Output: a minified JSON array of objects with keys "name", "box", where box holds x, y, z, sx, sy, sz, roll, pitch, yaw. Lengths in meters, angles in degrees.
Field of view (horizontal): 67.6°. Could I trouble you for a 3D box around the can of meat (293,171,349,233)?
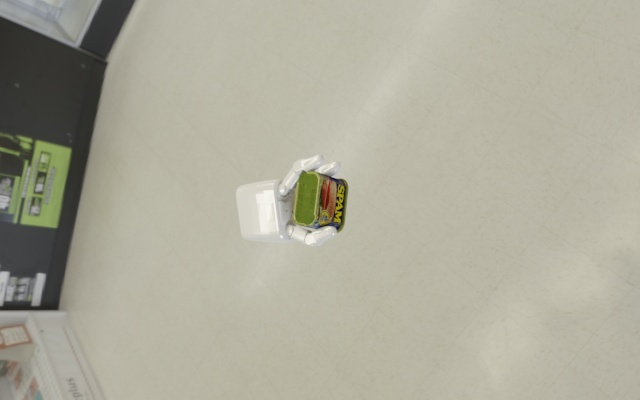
[{"name":"can of meat","box":[0.000,0.003,0.846,0.057,0.102,0.084,1,-9,38]}]
